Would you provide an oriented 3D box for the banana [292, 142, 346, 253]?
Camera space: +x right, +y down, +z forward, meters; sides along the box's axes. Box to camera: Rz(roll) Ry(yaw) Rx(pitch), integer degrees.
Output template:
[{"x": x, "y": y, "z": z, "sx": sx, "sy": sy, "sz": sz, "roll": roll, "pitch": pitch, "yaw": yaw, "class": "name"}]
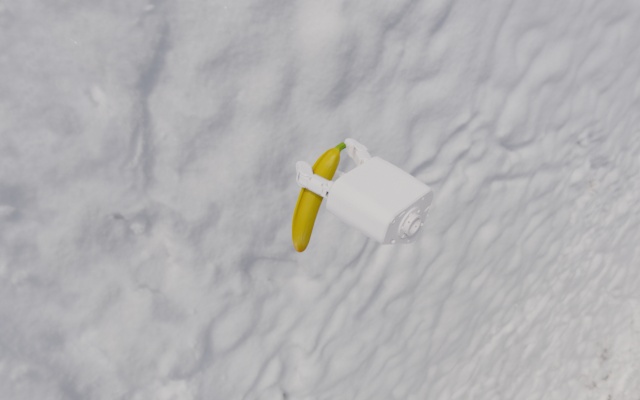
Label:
[{"x": -0.009, "y": -0.002, "z": 0.764, "sx": 0.037, "sy": 0.198, "sz": 0.069, "roll": 30, "pitch": 12, "yaw": 31, "class": "banana"}]
